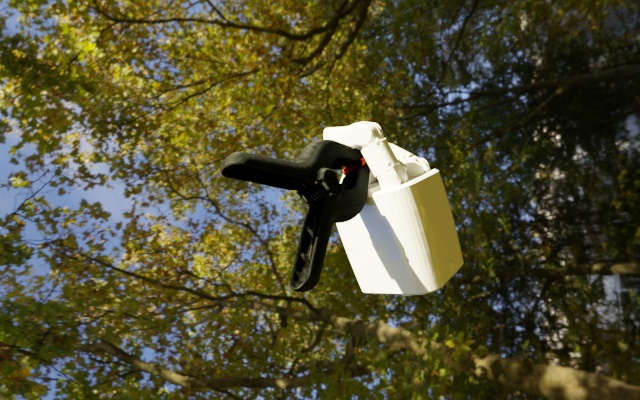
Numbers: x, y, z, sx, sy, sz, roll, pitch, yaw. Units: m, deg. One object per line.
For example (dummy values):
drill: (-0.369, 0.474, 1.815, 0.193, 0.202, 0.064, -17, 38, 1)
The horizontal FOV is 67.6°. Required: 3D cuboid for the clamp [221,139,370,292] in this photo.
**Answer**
clamp: (0.000, 0.001, 0.420, 0.039, 0.120, 0.171, -19, 3, 42)
